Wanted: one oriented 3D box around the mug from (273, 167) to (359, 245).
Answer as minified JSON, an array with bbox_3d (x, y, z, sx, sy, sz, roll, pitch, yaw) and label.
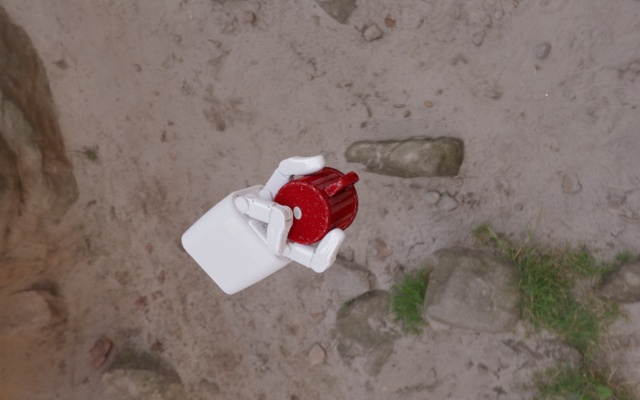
[{"bbox_3d":[0.001,0.001,0.606,0.117,0.093,0.081,-35,-5,28],"label":"mug"}]
